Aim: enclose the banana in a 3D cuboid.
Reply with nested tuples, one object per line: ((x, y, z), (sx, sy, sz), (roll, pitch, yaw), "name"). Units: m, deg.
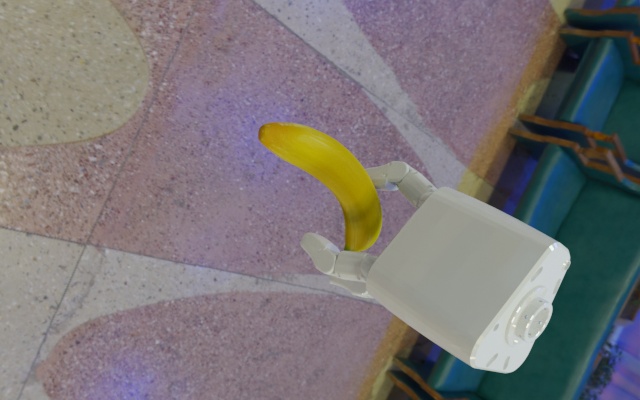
((0.015, -0.008, 0.439), (0.069, 0.198, 0.037), (-41, 42, -12), "banana")
